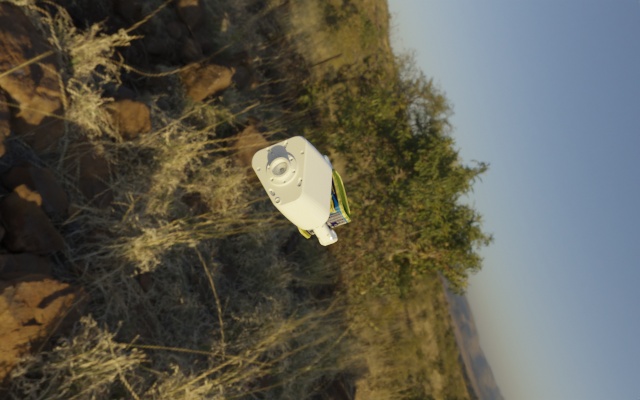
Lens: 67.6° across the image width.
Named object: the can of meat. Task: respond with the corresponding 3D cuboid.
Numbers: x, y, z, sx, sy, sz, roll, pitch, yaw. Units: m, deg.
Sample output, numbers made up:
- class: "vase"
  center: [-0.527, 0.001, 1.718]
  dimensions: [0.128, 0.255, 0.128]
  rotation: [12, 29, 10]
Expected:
- class: "can of meat"
  center: [0.000, 0.003, 0.828]
  dimensions: [0.084, 0.102, 0.057]
  rotation: [-20, -29, 13]
